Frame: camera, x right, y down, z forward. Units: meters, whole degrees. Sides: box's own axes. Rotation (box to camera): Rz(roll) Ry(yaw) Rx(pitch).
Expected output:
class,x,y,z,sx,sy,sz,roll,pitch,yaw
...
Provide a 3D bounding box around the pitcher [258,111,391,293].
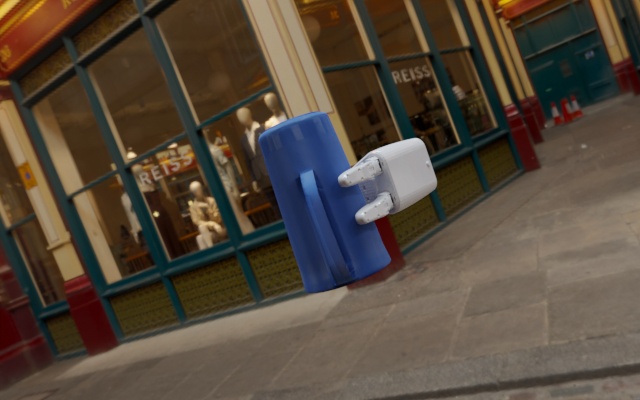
class,x,y,z,sx,sy,sz,roll,pitch,yaw
pitcher,0.000,0.002,0.681,0.145,0.243,0.149,-23,4,-39
